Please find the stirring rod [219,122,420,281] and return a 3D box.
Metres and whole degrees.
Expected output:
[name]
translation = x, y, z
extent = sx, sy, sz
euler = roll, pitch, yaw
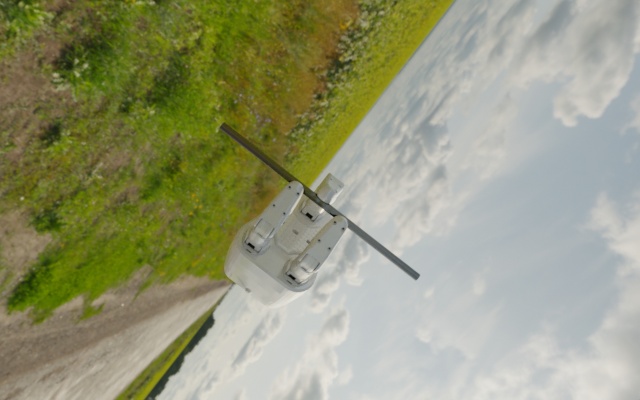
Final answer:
[stirring rod]
translation = 0.000, 0.001, 0.463
extent = 0.239, 0.011, 0.011
euler = 38, -1, -2
